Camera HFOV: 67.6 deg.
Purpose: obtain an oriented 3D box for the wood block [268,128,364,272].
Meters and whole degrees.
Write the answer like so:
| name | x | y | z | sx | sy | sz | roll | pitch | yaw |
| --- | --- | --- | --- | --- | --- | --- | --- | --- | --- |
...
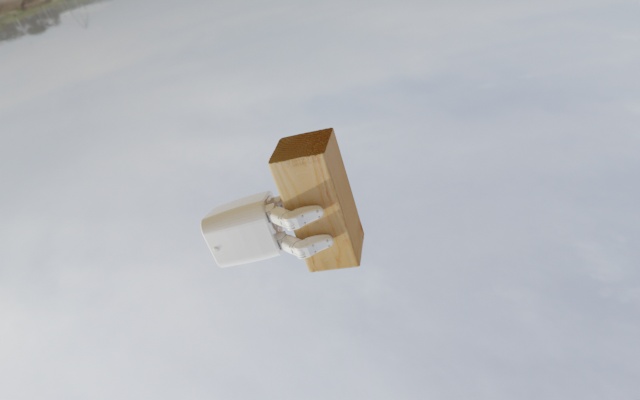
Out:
| name | x | y | z | sx | sy | sz | roll | pitch | yaw |
| --- | --- | --- | --- | --- | --- | --- | --- | --- | --- |
| wood block | 0.000 | 0.002 | 0.756 | 0.090 | 0.206 | 0.090 | -9 | 31 | 15 |
